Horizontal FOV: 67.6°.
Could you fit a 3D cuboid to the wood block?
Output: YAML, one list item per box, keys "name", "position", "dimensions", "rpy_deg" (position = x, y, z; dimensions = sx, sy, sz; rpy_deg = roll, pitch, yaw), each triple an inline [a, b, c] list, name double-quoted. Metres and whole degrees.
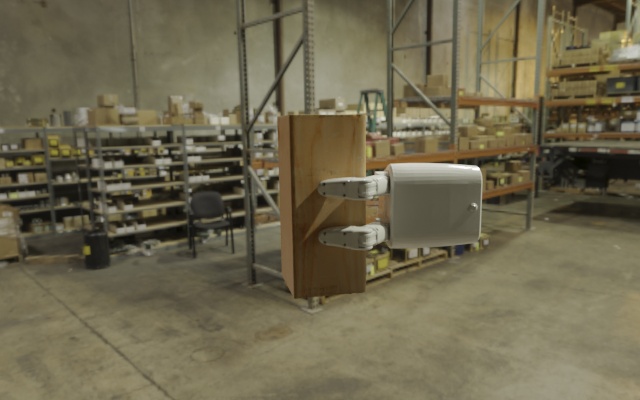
- name: "wood block"
  position: [0.000, 0.002, 0.576]
  dimensions: [0.090, 0.206, 0.091]
  rpy_deg: [-3, 9, -12]
